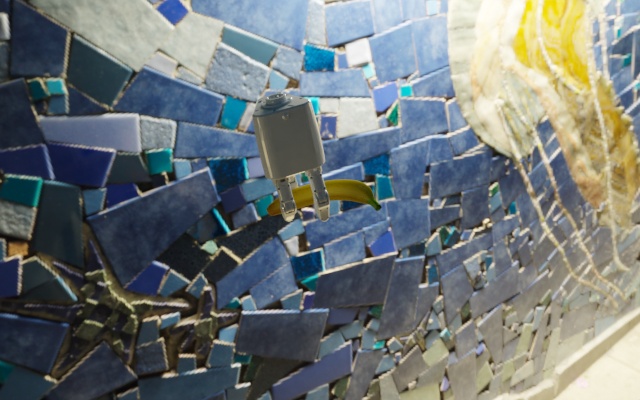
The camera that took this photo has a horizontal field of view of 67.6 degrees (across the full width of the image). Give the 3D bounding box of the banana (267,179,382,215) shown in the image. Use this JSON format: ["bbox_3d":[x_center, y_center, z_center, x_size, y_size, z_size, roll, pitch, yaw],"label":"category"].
[{"bbox_3d":[0.005,-0.008,0.832,0.198,0.037,0.069,-4,32,10],"label":"banana"}]
